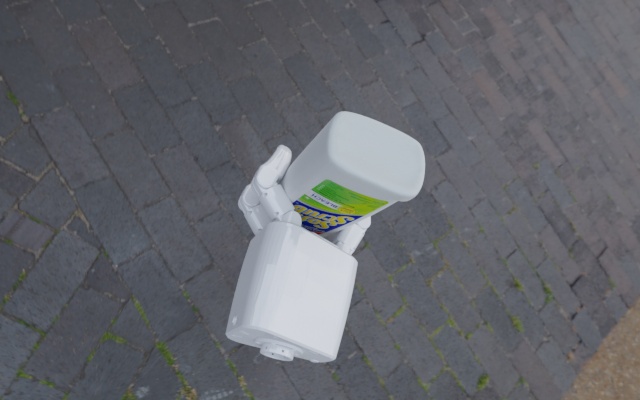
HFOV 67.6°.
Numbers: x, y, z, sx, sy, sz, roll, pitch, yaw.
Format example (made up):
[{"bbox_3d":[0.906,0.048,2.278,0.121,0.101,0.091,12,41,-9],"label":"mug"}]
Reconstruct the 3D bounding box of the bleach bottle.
[{"bbox_3d":[0.000,0.002,0.522,0.102,0.068,0.251,21,-29,-16],"label":"bleach bottle"}]
